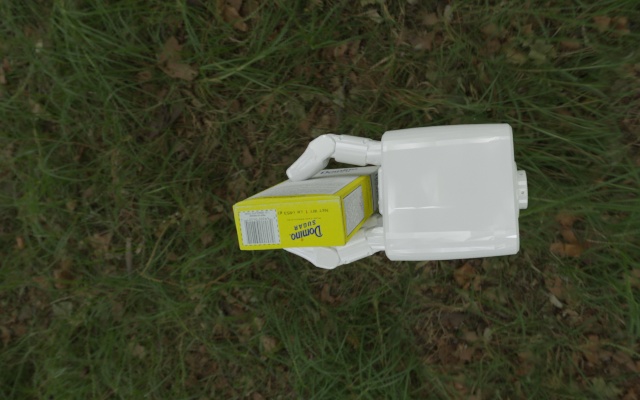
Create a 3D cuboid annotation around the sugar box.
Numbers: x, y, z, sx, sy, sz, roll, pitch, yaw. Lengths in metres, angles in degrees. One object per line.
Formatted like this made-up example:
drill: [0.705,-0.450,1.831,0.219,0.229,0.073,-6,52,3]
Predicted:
sugar box: [0.000,0.002,0.452,0.093,0.048,0.176,-3,8,19]
